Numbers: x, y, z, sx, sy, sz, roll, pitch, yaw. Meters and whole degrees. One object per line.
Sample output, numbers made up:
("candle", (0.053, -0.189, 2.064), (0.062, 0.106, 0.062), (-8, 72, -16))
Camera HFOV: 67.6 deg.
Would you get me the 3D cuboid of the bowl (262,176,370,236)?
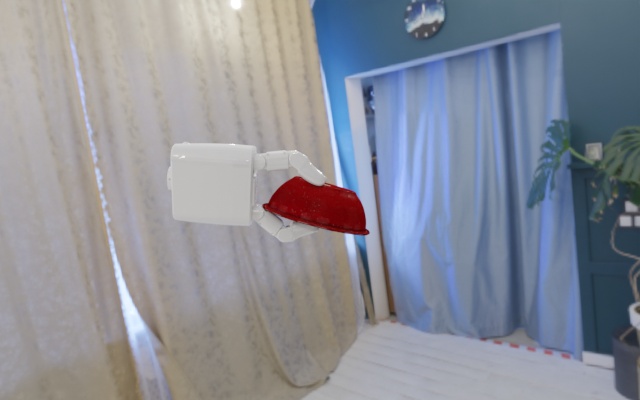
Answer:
("bowl", (0.001, 0.002, 0.693), (0.162, 0.055, 0.162), (15, 4, -1))
